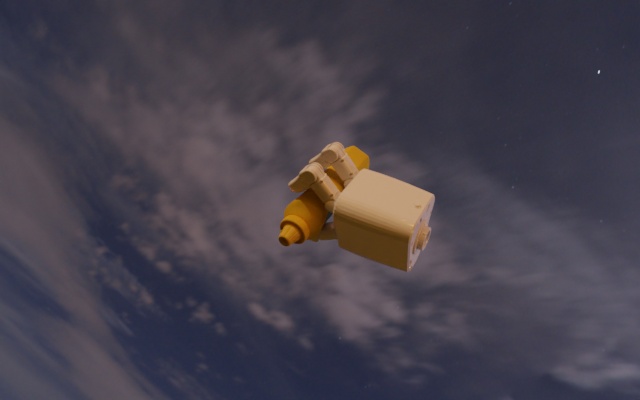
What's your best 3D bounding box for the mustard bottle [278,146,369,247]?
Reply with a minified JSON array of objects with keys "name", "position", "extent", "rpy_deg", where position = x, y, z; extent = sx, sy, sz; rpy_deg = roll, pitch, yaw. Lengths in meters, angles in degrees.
[{"name":"mustard bottle","position":[0.000,0.002,0.685],"extent":[0.191,0.058,0.096],"rpy_deg":[-48,-5,-43]}]
